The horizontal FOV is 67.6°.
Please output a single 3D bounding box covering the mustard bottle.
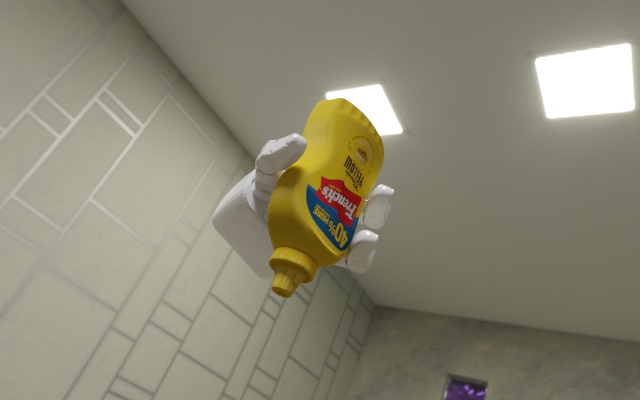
[{"bbox_3d":[0.000,0.001,0.443,0.058,0.191,0.096,-2,-40,37],"label":"mustard bottle"}]
